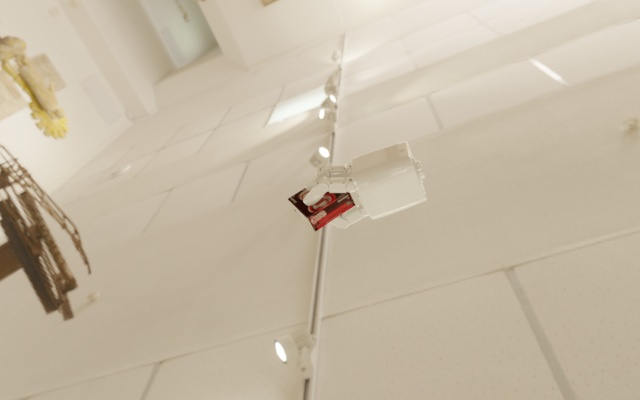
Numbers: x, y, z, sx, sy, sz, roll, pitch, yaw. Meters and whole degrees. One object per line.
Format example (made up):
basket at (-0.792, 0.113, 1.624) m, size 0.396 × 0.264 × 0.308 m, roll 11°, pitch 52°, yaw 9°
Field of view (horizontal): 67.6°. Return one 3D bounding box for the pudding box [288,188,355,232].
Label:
pudding box at (0.000, 0.003, 0.884) m, size 0.090 × 0.039 × 0.113 m, roll -32°, pitch 25°, yaw -10°
